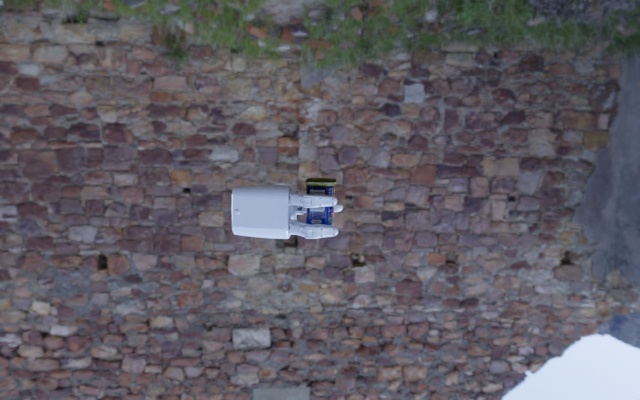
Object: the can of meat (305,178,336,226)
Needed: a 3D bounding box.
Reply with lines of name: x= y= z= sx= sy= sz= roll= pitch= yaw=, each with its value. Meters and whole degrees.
can of meat: x=0.000 y=0.003 z=0.900 sx=0.057 sy=0.084 sz=0.102 roll=2 pitch=7 yaw=2
